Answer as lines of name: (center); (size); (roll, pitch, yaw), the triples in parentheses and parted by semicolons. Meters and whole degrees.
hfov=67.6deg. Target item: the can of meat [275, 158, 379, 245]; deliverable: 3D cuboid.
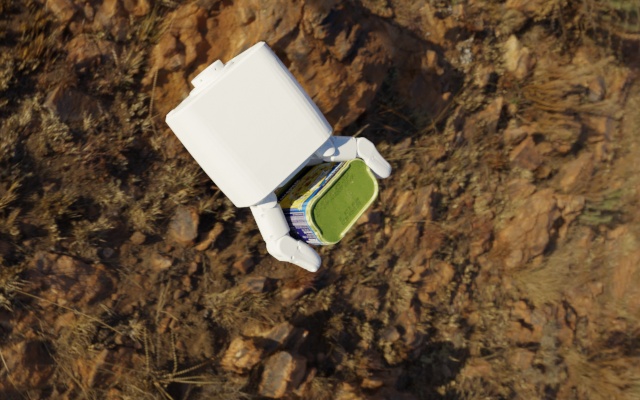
can of meat: (0.000, 0.002, 0.502); (0.084, 0.057, 0.102); (-5, 36, 53)
